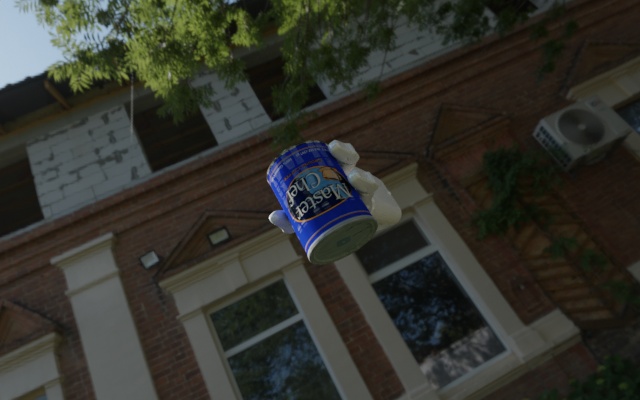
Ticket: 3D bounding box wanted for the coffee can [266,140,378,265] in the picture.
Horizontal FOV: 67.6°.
[{"bbox_3d":[0.000,0.002,0.658,0.103,0.140,0.103,-24,-28,-13],"label":"coffee can"}]
